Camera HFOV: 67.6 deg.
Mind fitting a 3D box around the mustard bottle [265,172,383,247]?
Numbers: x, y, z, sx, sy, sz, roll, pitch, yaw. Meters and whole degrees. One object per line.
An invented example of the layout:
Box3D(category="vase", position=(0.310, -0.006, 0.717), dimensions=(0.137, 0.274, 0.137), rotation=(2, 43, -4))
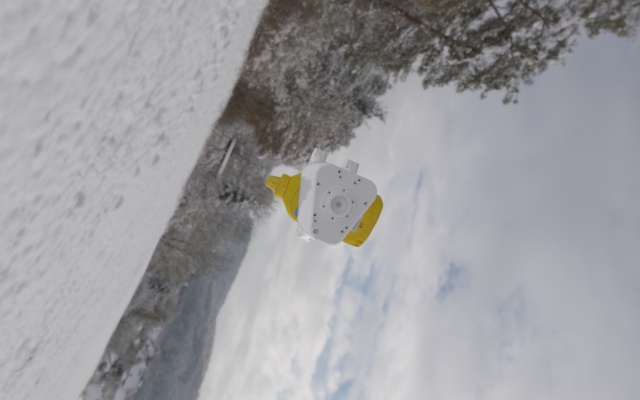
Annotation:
Box3D(category="mustard bottle", position=(0.000, 0.003, 0.794), dimensions=(0.191, 0.096, 0.058), rotation=(22, 24, -10))
